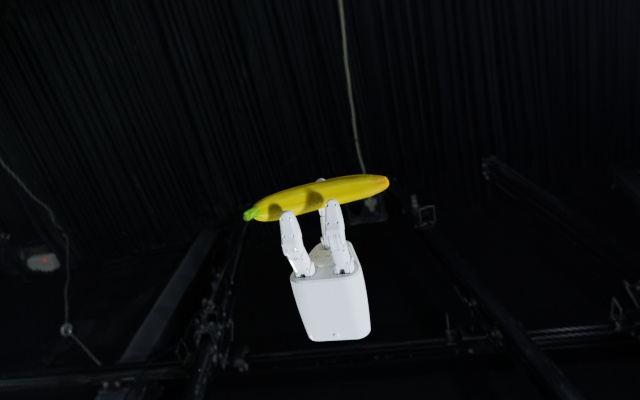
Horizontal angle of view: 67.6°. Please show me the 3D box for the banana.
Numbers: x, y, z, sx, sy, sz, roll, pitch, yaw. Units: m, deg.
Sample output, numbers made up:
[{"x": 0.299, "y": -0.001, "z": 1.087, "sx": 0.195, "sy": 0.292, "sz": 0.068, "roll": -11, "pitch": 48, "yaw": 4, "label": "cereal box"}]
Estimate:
[{"x": -0.008, "y": -0.002, "z": 0.647, "sx": 0.198, "sy": 0.037, "sz": 0.069, "roll": -16, "pitch": 18, "yaw": -10, "label": "banana"}]
